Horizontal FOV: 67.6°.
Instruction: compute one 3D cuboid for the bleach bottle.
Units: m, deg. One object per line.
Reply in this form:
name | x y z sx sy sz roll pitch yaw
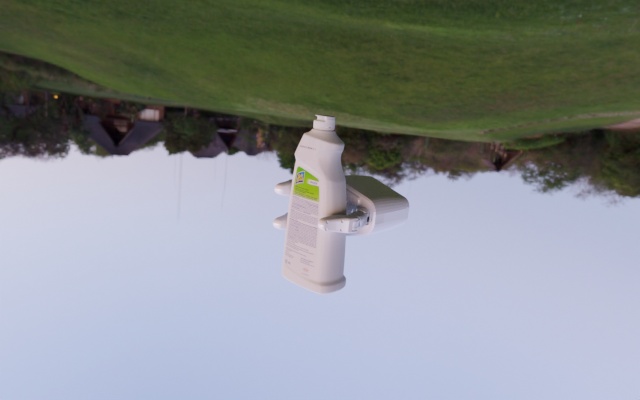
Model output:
bleach bottle | 0.000 0.002 0.704 0.102 0.251 0.068 16 16 39
